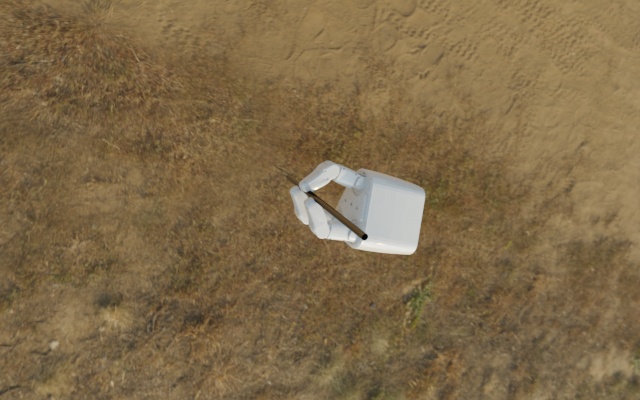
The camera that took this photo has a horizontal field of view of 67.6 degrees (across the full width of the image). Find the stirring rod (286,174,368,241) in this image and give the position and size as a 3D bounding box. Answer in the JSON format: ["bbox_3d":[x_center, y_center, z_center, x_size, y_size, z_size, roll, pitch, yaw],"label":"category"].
[{"bbox_3d":[0.000,0.002,0.624,0.011,0.011,0.239,0,18,-25],"label":"stirring rod"}]
